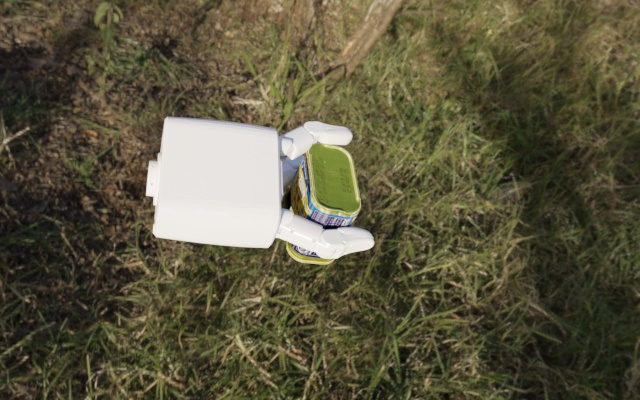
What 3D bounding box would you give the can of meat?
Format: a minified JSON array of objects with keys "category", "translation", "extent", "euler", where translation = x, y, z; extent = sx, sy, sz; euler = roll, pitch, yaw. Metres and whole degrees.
[{"category":"can of meat","translation":[0.000,0.002,0.506],"extent":[0.057,0.102,0.084],"euler":[8,-43,-18]}]
